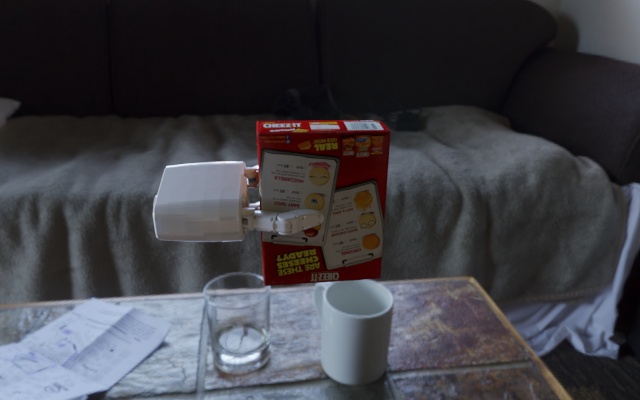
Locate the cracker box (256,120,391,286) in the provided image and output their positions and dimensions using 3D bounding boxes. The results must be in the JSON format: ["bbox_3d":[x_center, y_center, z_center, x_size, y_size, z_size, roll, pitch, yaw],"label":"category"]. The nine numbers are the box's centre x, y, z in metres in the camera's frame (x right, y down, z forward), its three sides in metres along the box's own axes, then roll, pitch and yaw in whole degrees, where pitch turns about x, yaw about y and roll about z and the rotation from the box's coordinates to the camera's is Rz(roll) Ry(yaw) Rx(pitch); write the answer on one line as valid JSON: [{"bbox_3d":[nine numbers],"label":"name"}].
[{"bbox_3d":[0.000,0.002,0.637,0.164,0.214,0.072,-2,24,-6],"label":"cracker box"}]
